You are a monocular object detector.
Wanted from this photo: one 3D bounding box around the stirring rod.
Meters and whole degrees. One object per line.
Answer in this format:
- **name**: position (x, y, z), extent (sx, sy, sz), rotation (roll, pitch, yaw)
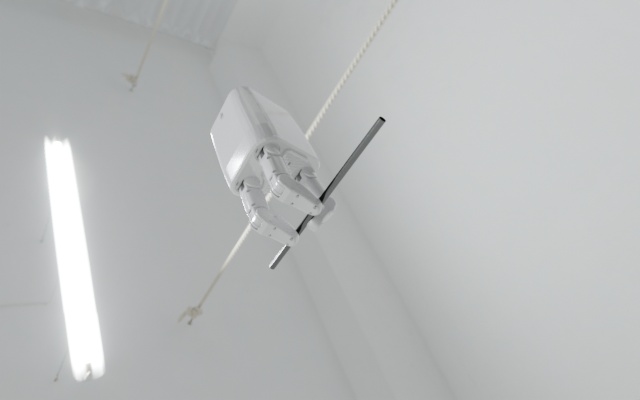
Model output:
- **stirring rod**: position (0.000, 0.002, 0.531), extent (0.011, 0.011, 0.240), rotation (0, -42, -43)
